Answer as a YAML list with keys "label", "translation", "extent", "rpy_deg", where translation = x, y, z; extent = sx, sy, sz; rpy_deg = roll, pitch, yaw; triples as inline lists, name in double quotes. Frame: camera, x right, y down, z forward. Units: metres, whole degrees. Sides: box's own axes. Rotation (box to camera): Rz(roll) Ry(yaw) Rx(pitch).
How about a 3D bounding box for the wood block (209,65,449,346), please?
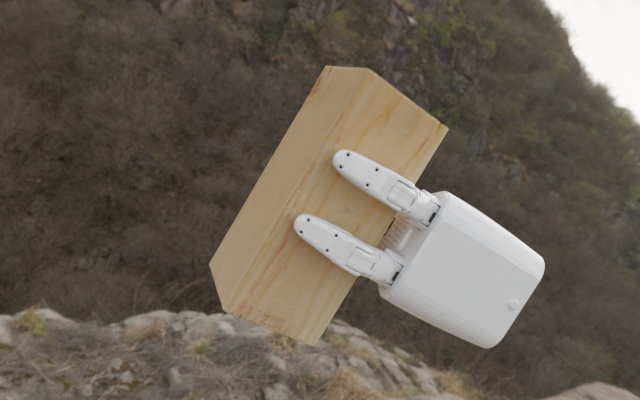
- label: "wood block"
  translation: [0.000, 0.001, 0.403]
  extent: [0.090, 0.206, 0.090]
  rpy_deg: [29, 5, -25]
